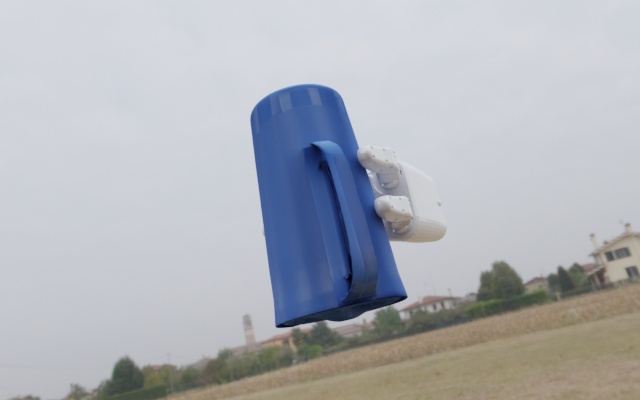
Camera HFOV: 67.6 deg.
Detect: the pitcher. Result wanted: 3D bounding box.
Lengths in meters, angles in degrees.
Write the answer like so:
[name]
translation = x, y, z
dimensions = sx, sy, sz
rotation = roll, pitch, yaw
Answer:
[pitcher]
translation = 0.000, 0.002, 0.496
dimensions = 0.149, 0.242, 0.145
rotation = -23, -20, 29
